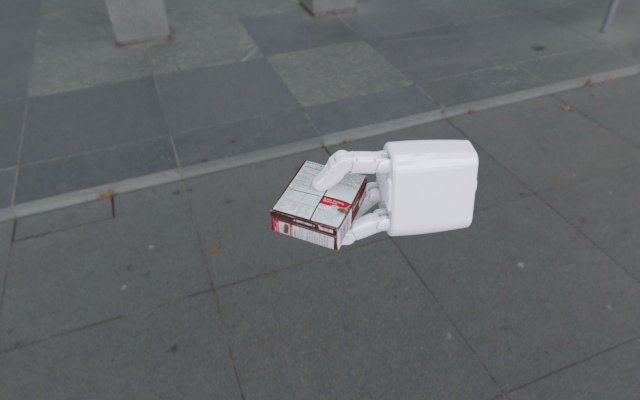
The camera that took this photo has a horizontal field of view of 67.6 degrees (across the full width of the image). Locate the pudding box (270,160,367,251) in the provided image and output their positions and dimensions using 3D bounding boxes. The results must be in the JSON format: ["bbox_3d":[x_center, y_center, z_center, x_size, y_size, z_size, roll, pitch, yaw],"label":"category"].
[{"bbox_3d":[0.000,0.002,0.602,0.090,0.039,0.113,15,42,16],"label":"pudding box"}]
